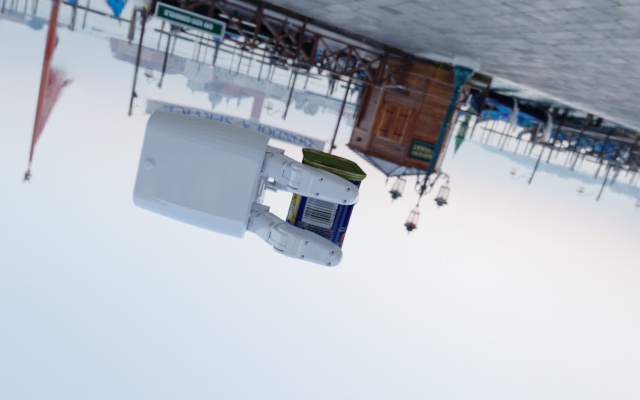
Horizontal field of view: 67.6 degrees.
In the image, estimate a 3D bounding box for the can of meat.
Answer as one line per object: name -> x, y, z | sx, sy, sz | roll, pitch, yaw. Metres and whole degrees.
can of meat -> 0.000, 0.002, 0.453 | 0.057, 0.084, 0.102 | 15, 12, -7
